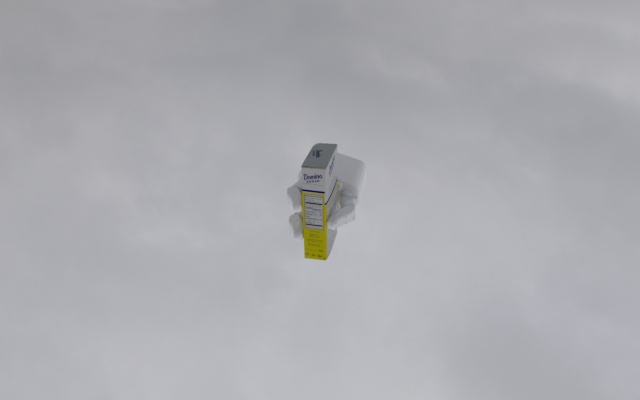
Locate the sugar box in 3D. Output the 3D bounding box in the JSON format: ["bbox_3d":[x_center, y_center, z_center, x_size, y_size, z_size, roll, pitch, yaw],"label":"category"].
[{"bbox_3d":[0.000,0.003,0.792,0.048,0.176,0.093,4,31,13],"label":"sugar box"}]
